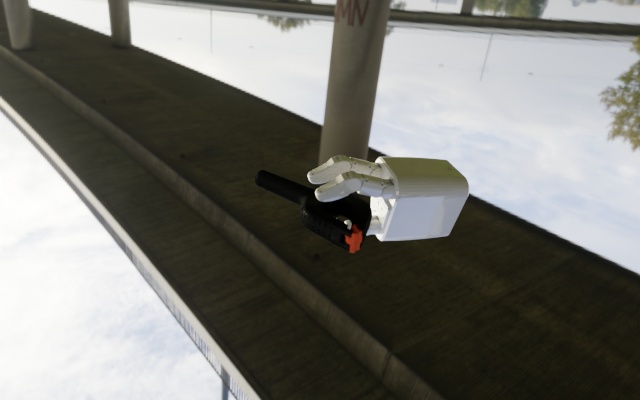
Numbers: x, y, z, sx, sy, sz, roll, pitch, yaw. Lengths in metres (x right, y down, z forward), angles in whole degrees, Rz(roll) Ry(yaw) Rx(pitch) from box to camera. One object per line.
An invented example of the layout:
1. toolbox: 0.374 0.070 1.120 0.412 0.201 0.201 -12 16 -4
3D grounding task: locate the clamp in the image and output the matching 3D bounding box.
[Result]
1. clamp: 0.000 0.003 0.644 0.164 0.036 0.210 -2 28 -12
